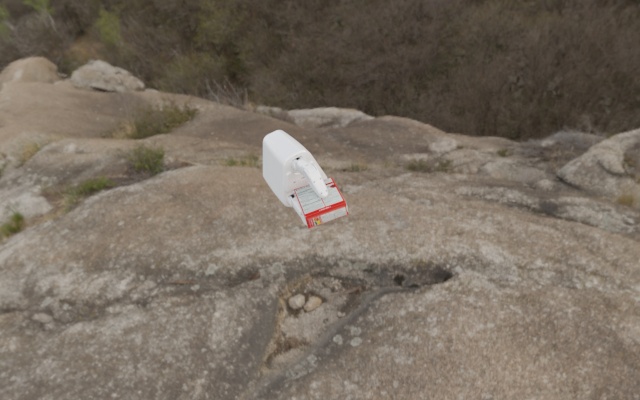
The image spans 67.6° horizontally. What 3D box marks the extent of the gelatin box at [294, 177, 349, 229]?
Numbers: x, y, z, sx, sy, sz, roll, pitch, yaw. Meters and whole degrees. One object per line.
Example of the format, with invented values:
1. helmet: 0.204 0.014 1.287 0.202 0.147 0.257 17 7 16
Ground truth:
1. gelatin box: 0.000 0.003 0.826 0.073 0.030 0.089 -19 37 -5
